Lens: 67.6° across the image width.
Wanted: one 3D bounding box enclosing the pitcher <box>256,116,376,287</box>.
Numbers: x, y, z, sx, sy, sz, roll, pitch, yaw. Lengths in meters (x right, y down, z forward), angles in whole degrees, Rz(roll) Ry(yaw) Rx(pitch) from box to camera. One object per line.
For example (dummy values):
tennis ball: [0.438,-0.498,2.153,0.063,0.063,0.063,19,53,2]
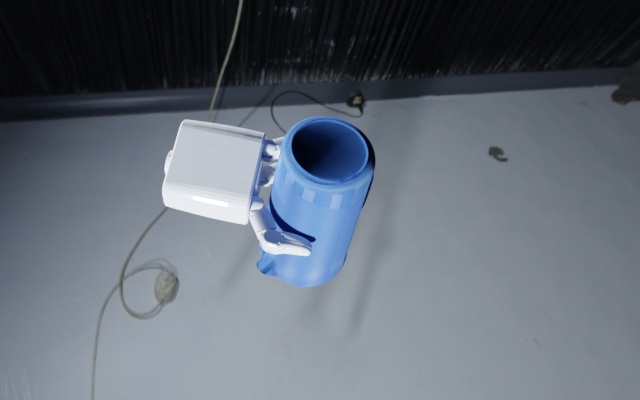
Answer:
pitcher: [0.000,0.002,0.629,0.145,0.149,0.243,11,-33,-4]
